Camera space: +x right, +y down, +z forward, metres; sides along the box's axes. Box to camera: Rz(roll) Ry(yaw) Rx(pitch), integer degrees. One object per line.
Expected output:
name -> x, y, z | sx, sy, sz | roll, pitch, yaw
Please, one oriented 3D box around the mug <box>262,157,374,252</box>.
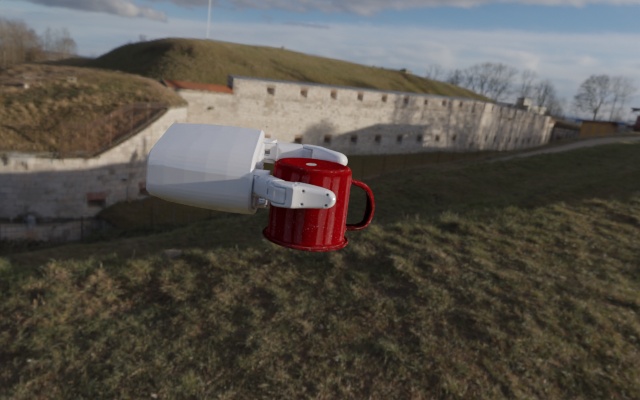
mug -> 0.002, 0.002, 0.508 | 0.117, 0.081, 0.093 | 6, 13, -5
